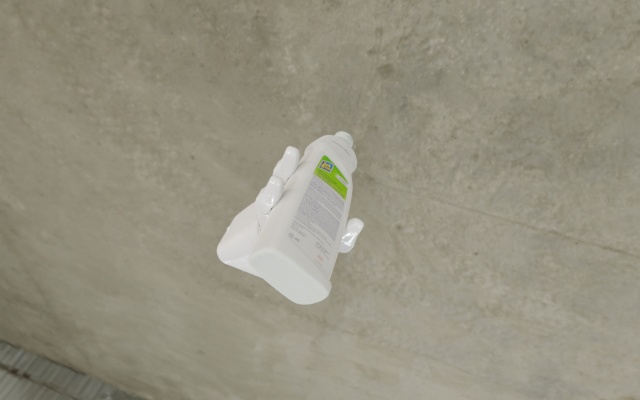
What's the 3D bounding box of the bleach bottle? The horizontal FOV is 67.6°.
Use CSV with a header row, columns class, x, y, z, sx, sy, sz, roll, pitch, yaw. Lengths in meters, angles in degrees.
class,x,y,z,sx,sy,sz,roll,pitch,yaw
bleach bottle,0.000,0.002,0.618,0.102,0.250,0.068,43,-44,-20
